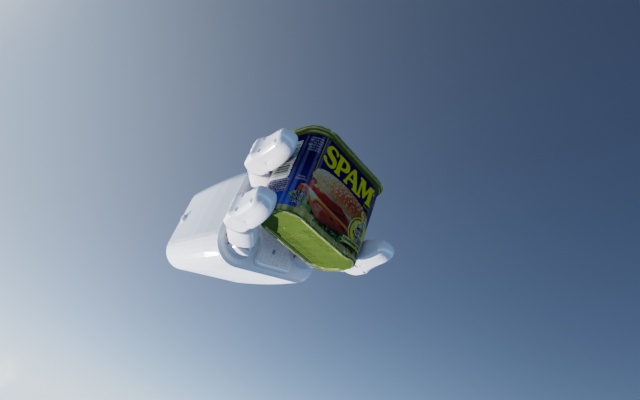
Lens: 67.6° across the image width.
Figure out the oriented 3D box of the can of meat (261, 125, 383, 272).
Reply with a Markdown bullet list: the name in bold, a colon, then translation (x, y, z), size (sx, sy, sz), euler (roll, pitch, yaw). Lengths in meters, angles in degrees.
- **can of meat**: translation (0.000, 0.002, 0.408), size (0.057, 0.084, 0.102), euler (-9, -41, 42)
